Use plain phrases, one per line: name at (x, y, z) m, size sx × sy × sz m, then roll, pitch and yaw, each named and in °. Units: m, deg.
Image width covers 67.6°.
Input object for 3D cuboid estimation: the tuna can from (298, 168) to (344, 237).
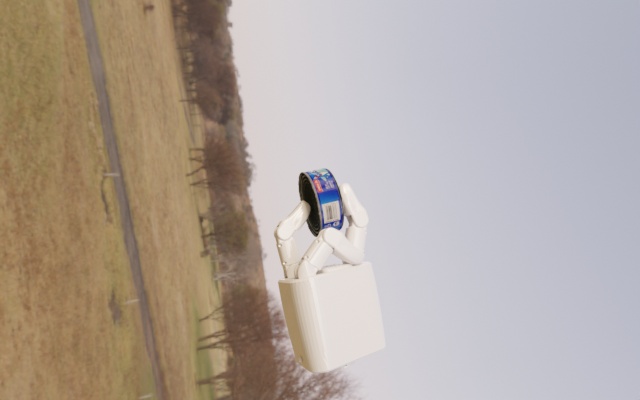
tuna can at (0.001, 0.002, 0.617) m, size 0.034 × 0.086 × 0.086 m, roll -13°, pitch 4°, yaw -15°
